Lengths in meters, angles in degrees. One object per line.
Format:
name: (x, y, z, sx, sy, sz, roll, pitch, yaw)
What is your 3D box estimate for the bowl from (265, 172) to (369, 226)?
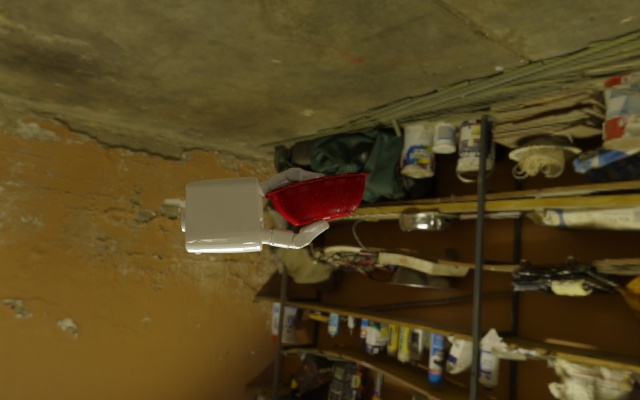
bowl: (0.002, 0.003, 0.723, 0.162, 0.055, 0.162, -12, -5, -1)
